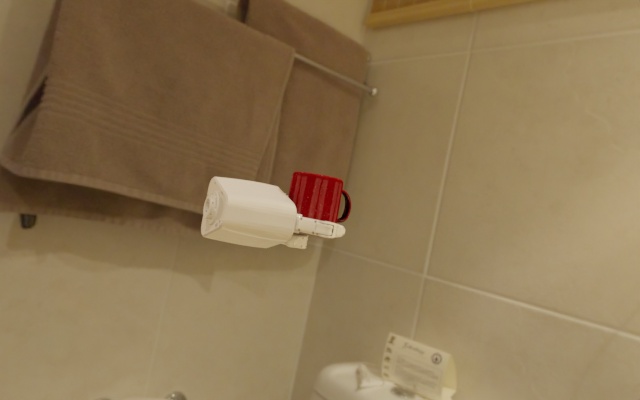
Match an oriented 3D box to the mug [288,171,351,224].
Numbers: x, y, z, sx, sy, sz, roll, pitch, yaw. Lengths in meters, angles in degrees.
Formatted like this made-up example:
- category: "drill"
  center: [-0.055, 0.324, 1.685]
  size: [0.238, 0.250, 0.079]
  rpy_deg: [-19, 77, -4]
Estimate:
- category: "mug"
  center: [0.001, 0.002, 0.755]
  size: [0.117, 0.081, 0.093]
  rpy_deg: [10, 0, -30]
